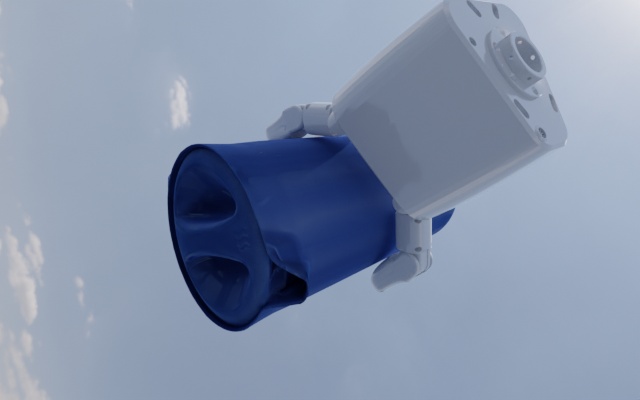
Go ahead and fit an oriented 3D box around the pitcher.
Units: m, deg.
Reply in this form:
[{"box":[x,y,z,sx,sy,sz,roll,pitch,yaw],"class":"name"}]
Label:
[{"box":[0.000,0.001,0.412,0.243,0.149,0.145,-14,-14,-41],"class":"pitcher"}]
